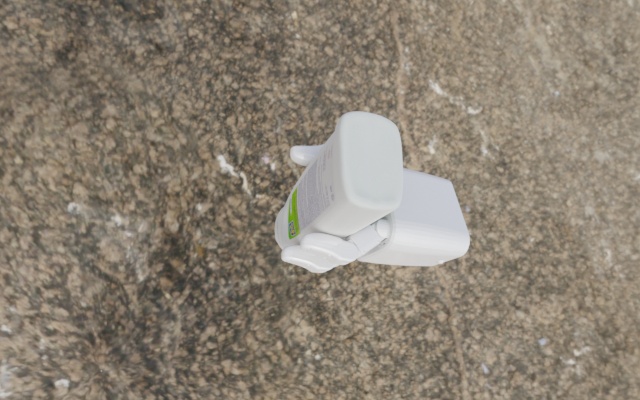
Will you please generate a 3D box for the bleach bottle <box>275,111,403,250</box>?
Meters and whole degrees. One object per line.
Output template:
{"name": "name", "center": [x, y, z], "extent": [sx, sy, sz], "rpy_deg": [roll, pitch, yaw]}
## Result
{"name": "bleach bottle", "center": [0.000, 0.002, 0.545], "extent": [0.068, 0.102, 0.251], "rpy_deg": [8, -21, -22]}
